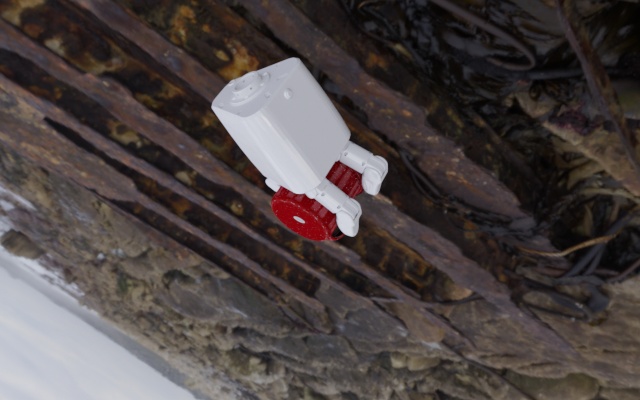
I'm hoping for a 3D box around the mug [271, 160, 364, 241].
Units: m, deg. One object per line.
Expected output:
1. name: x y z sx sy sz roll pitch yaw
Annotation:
1. mug: 0.001 0.003 0.580 0.093 0.081 0.117 6 -36 44
